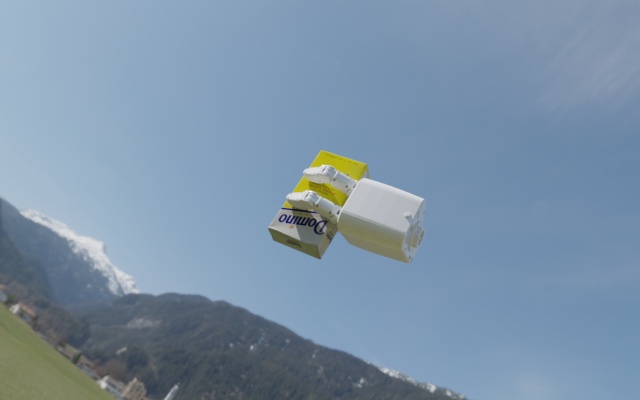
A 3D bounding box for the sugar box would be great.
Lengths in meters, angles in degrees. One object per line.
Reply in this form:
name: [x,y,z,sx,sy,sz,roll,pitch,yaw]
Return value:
sugar box: [0.000,0.002,0.784,0.093,0.176,0.048,19,-32,24]
